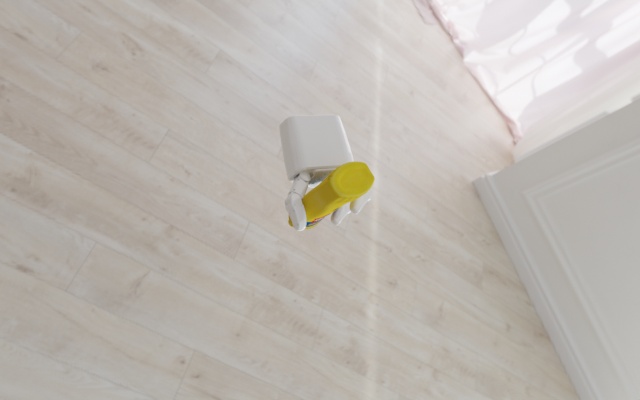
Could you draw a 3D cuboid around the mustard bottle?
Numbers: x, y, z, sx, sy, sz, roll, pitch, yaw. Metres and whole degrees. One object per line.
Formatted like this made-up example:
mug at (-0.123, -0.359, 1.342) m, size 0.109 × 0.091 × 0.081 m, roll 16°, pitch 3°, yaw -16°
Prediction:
mustard bottle at (0.000, 0.003, 0.806) m, size 0.096 × 0.058 × 0.192 m, roll -29°, pitch -4°, yaw -42°
